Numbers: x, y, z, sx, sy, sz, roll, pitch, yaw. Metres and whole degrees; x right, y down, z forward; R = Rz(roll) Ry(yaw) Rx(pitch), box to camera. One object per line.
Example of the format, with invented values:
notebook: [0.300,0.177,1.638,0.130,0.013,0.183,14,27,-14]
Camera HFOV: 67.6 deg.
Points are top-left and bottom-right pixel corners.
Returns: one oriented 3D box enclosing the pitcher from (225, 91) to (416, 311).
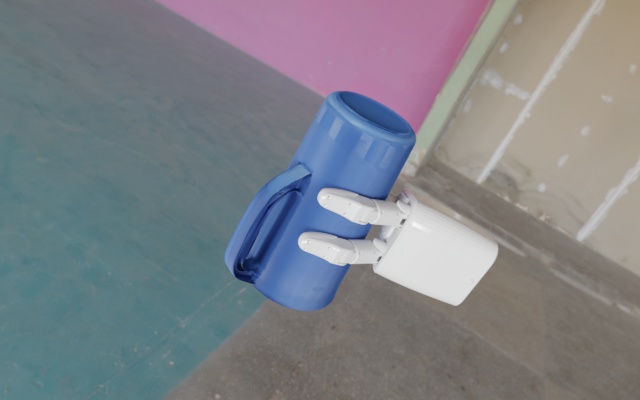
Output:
pitcher: [0.000,0.002,0.552,0.145,0.243,0.149,26,27,-4]
